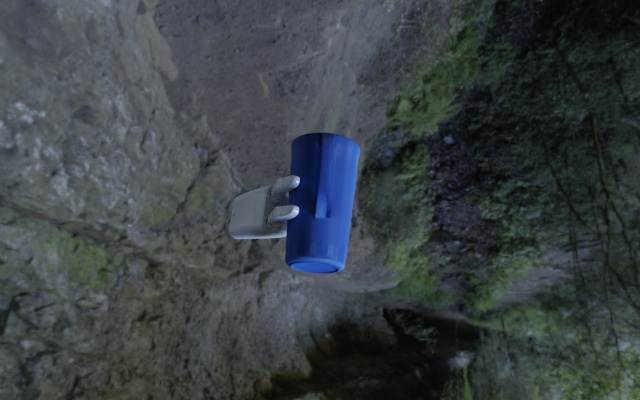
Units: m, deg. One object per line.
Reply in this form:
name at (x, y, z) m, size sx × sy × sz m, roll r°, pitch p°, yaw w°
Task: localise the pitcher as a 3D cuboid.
pitcher at (0.000, 0.003, 0.876) m, size 0.145 × 0.242 × 0.149 m, roll -12°, pitch -26°, yaw 39°
